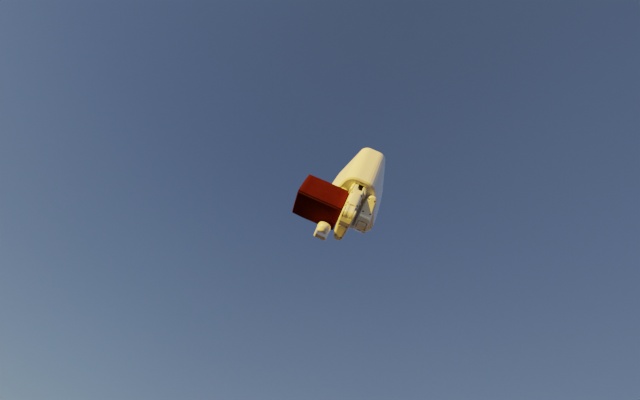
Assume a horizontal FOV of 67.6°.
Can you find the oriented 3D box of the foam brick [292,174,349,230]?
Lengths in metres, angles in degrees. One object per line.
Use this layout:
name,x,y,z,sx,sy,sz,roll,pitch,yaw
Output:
foam brick,0.000,0.002,0.798,0.078,0.053,0.051,24,43,3
